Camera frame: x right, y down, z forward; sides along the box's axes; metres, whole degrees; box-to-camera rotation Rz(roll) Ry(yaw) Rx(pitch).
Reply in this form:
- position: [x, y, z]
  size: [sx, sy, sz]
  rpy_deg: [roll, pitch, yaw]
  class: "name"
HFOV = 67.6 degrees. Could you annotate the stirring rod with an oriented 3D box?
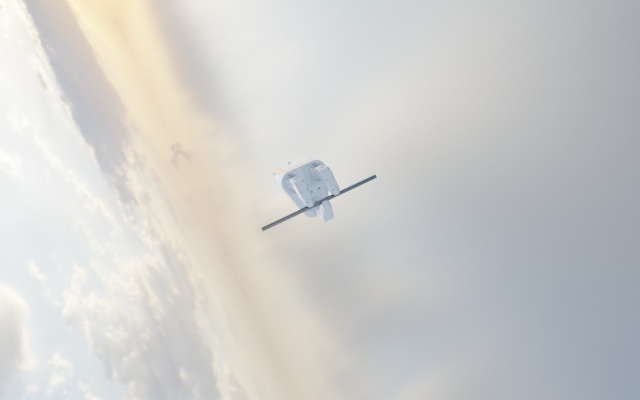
- position: [0.000, 0.003, 0.893]
  size: [0.239, 0.011, 0.011]
  rpy_deg: [-25, 6, -13]
  class: "stirring rod"
